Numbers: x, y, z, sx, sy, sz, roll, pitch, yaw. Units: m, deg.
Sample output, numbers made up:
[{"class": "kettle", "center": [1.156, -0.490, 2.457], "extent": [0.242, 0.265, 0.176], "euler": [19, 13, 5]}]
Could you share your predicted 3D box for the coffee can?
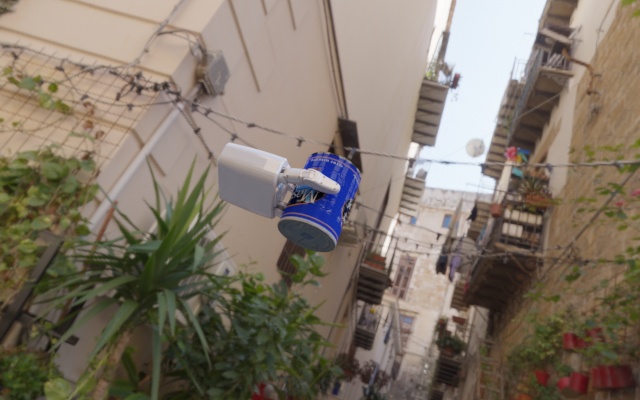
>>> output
[{"class": "coffee can", "center": [0.000, 0.003, 0.816], "extent": [0.103, 0.140, 0.103], "euler": [18, -28, 10]}]
